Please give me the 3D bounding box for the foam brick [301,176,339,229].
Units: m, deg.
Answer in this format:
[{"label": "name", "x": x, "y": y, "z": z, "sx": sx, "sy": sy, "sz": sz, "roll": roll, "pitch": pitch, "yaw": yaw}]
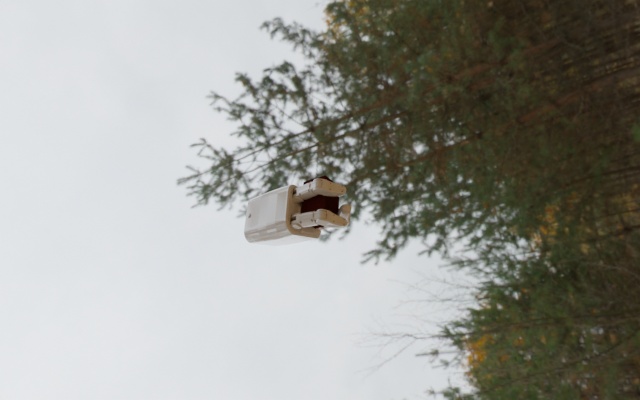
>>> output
[{"label": "foam brick", "x": 0.000, "y": 0.003, "z": 0.879, "sx": 0.051, "sy": 0.078, "sz": 0.053, "roll": -15, "pitch": -34, "yaw": 30}]
